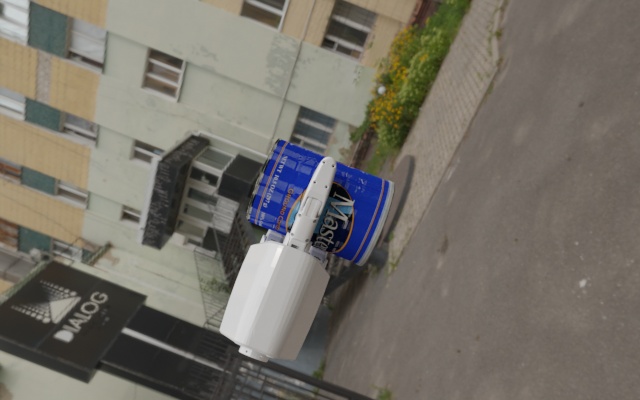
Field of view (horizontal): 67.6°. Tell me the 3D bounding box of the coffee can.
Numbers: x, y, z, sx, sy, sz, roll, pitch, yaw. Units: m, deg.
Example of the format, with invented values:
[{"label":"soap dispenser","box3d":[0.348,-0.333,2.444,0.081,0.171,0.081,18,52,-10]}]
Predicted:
[{"label":"coffee can","box3d":[0.000,0.002,0.544,0.140,0.103,0.103,21,0,-1]}]
